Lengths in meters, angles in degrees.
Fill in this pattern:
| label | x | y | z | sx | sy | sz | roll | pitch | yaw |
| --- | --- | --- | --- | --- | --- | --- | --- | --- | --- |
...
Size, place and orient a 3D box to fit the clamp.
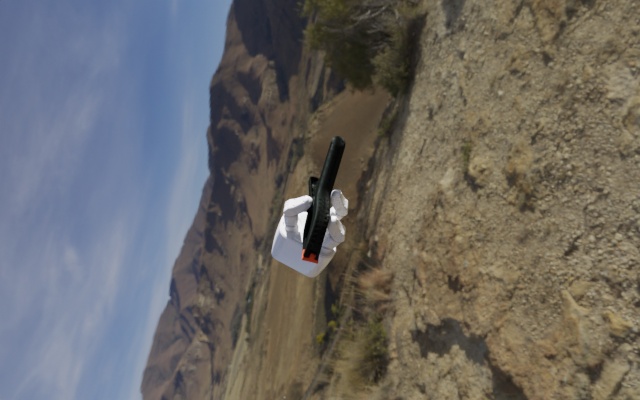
| label | x | y | z | sx | sy | sz | roll | pitch | yaw |
| --- | --- | --- | --- | --- | --- | --- | --- | --- | --- |
| clamp | -0.001 | 0.003 | 0.819 | 0.036 | 0.209 | 0.165 | 14 | -34 | -10 |
